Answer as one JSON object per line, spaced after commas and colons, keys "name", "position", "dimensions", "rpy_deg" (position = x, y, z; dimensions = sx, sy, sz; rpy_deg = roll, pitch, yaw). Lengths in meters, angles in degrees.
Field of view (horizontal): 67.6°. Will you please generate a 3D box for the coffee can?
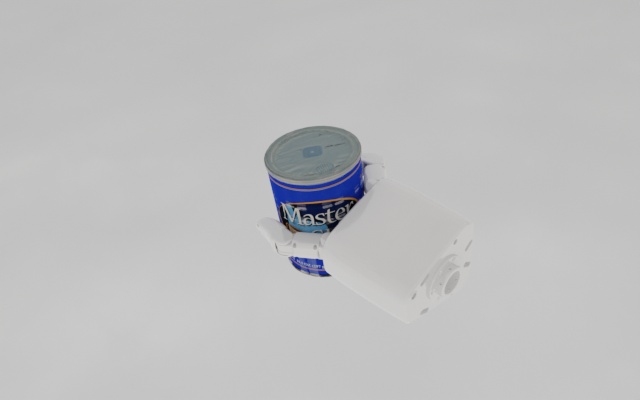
{"name": "coffee can", "position": [0.000, 0.002, 0.541], "dimensions": [0.103, 0.140, 0.102], "rpy_deg": [-6, 39, 5]}
